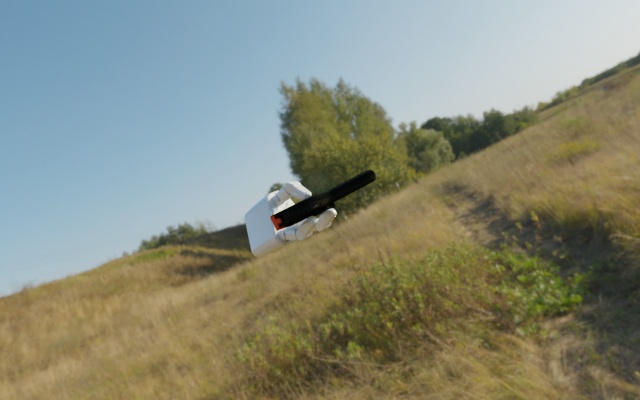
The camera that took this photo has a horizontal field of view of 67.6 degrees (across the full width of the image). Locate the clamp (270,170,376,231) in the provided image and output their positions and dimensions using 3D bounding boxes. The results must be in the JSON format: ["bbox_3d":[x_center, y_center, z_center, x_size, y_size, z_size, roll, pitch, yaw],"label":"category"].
[{"bbox_3d":[-0.001,0.002,0.897,0.210,0.036,0.165,-22,-10,-44],"label":"clamp"}]
